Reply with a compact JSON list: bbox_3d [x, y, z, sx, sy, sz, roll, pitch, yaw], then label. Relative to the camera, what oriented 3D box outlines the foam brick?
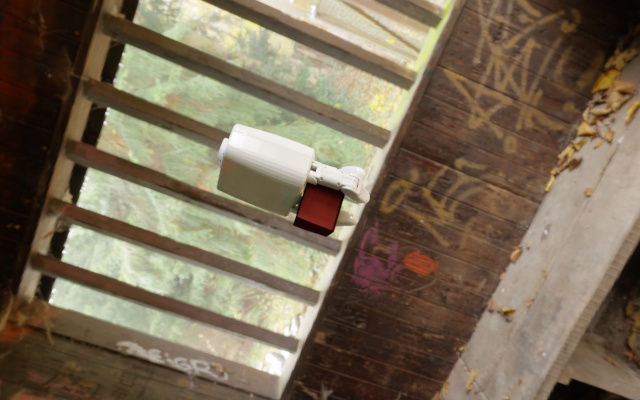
[{"bbox_3d":[0.000,0.002,0.634,0.051,0.078,0.053,19,-17,-6],"label":"foam brick"}]
